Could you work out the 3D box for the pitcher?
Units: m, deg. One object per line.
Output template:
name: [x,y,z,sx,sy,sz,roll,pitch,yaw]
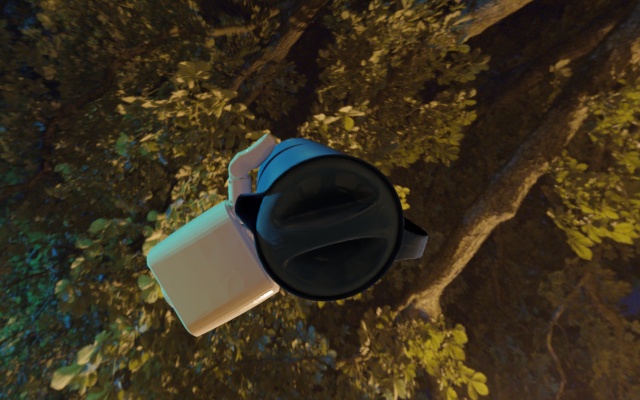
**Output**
pitcher: [0.000,0.002,0.522,0.145,0.149,0.242,-32,17,0]
